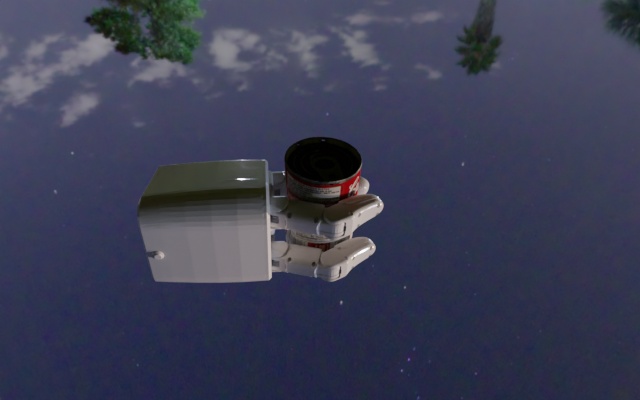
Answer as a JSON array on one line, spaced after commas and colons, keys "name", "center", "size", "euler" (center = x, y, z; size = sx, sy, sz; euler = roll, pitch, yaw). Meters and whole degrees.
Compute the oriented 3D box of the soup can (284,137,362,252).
[{"name": "soup can", "center": [0.001, 0.002, 0.449], "size": [0.068, 0.102, 0.068], "euler": [2, 40, -2]}]
